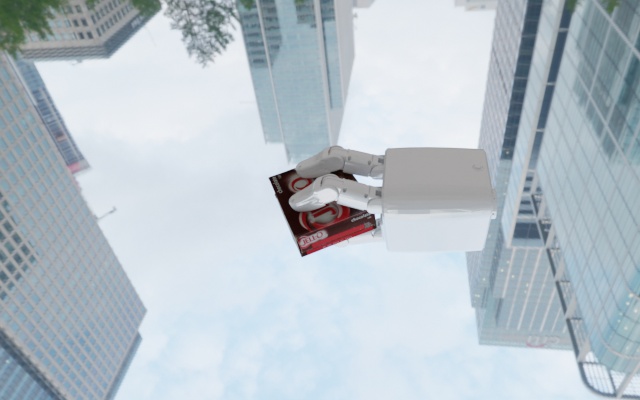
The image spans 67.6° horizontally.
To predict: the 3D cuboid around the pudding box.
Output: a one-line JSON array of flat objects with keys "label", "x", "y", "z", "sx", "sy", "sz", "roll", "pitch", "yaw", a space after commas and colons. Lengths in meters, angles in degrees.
[{"label": "pudding box", "x": 0.000, "y": 0.002, "z": 0.538, "sx": 0.090, "sy": 0.039, "sz": 0.113, "roll": -20, "pitch": 40, "yaw": -9}]
